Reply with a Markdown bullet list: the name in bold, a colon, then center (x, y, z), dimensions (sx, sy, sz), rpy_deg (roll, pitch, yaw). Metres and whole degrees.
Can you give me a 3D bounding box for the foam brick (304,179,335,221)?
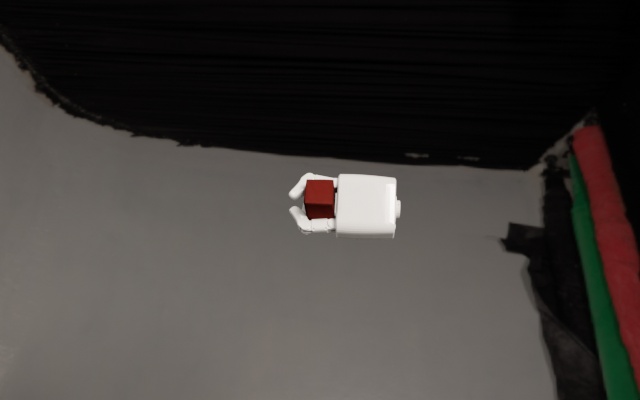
- **foam brick**: center (0.000, 0.003, 0.872), dimensions (0.051, 0.053, 0.078), rpy_deg (2, -30, 6)
